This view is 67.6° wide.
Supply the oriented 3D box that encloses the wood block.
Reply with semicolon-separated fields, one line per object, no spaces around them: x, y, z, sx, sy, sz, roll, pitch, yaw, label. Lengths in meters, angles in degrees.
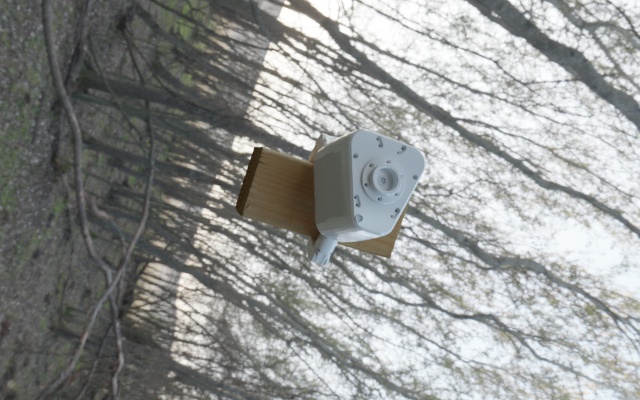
0.000;0.002;0.643;0.206;0.091;0.090;18;2;-16;wood block
